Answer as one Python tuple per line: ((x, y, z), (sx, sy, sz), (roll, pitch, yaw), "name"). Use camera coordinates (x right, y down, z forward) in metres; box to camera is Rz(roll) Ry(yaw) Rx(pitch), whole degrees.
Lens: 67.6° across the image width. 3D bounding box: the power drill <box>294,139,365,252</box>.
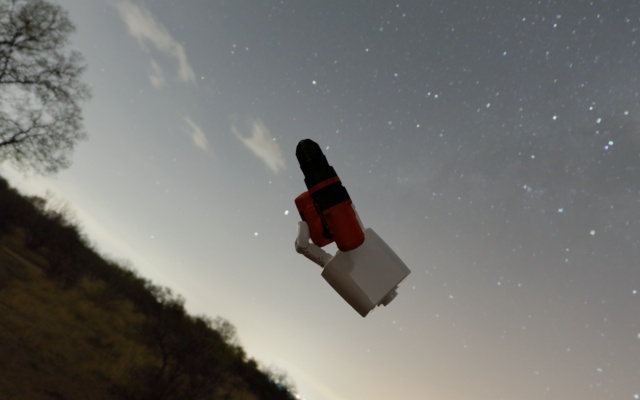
((0.000, 0.003, 0.792), (0.057, 0.184, 0.188), (-23, -6, -11), "power drill")
